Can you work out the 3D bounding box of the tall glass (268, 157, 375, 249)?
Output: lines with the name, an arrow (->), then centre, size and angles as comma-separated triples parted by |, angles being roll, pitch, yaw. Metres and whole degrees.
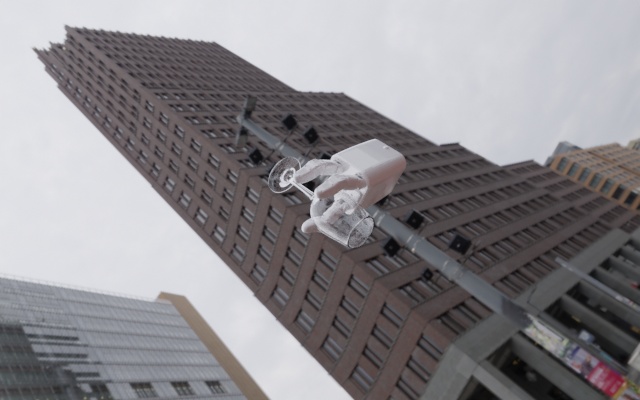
tall glass -> 0.000, 0.002, 0.822 | 0.201, 0.079, 0.079 | 37, 23, 34
